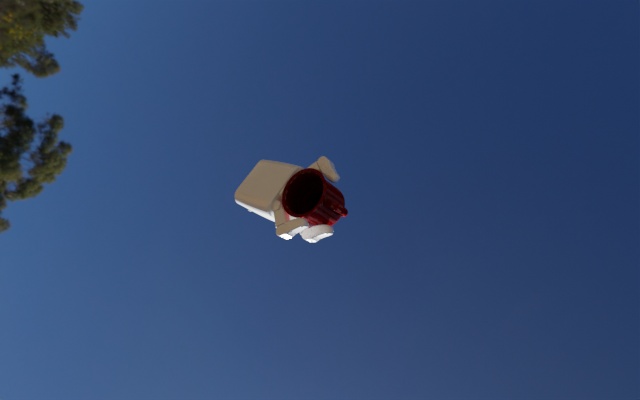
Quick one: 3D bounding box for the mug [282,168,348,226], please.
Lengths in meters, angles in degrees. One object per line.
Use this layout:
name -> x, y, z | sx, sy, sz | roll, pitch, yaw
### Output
mug -> 0.001, 0.003, 0.853 | 0.117, 0.093, 0.081 | 18, -10, 39
